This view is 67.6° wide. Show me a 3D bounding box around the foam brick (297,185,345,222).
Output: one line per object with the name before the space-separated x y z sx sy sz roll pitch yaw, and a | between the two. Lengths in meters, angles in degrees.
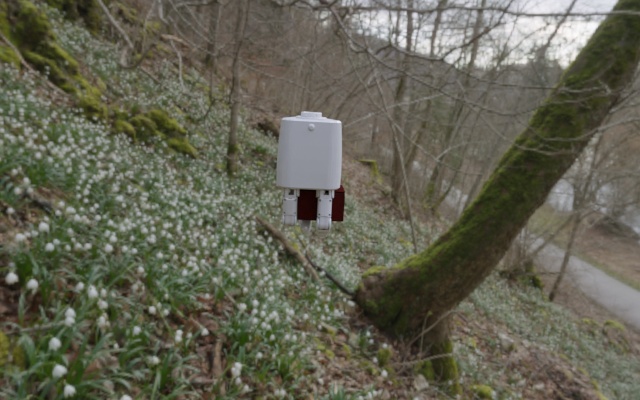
foam brick | 0.000 0.003 0.786 0.078 0.051 0.053 3 13 -3
